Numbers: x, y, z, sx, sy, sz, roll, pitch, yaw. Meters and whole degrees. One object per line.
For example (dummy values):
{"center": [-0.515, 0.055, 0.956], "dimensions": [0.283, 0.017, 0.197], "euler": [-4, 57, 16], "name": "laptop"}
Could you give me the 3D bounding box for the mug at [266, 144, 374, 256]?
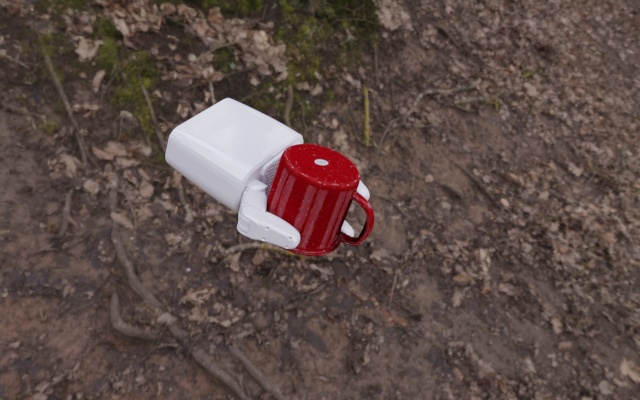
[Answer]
{"center": [0.001, 0.002, 0.480], "dimensions": [0.117, 0.081, 0.093], "euler": [30, 32, 16], "name": "mug"}
